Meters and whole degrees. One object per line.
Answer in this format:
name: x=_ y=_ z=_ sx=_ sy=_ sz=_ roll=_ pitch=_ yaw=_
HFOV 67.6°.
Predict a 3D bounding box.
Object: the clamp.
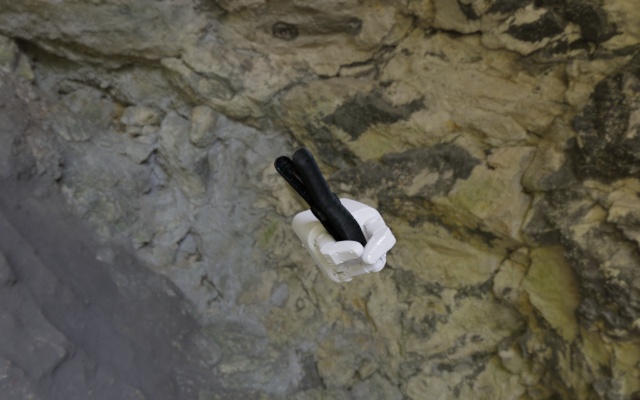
clamp: x=0.001 y=0.002 z=0.626 sx=0.039 sy=0.171 sz=0.120 roll=-36 pitch=19 yaw=-9
